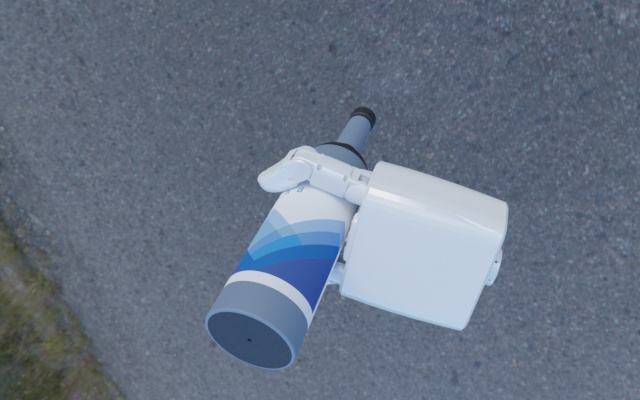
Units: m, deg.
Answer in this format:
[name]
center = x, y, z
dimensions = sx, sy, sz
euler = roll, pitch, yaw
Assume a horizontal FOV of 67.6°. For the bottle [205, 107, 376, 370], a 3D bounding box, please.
[bottle]
center = 0.000, 0.002, 0.423
dimensions = 0.069, 0.069, 0.295
euler = 0, 39, 25
